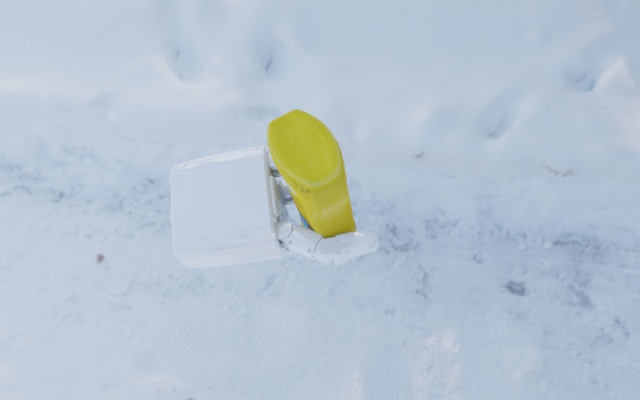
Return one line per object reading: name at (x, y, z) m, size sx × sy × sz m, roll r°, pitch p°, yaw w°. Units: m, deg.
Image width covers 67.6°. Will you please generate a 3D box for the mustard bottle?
mustard bottle at (0.000, 0.001, 0.495) m, size 0.058 × 0.096 × 0.192 m, roll -30°, pitch -33°, yaw -8°
